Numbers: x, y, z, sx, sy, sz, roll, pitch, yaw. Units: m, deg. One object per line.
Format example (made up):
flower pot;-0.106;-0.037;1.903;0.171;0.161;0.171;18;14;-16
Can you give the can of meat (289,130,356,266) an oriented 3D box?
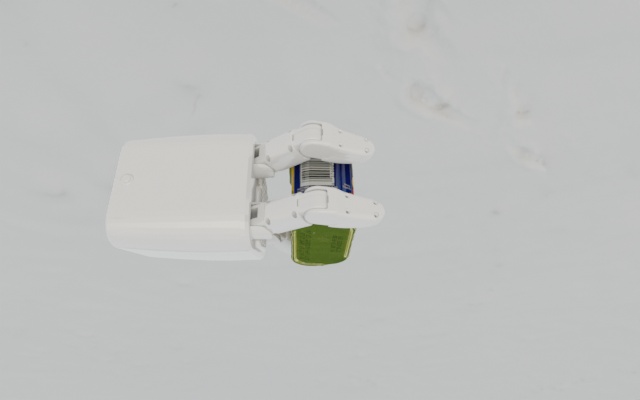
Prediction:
can of meat;0.000;0.002;0.416;0.057;0.084;0.102;0;-28;-2
